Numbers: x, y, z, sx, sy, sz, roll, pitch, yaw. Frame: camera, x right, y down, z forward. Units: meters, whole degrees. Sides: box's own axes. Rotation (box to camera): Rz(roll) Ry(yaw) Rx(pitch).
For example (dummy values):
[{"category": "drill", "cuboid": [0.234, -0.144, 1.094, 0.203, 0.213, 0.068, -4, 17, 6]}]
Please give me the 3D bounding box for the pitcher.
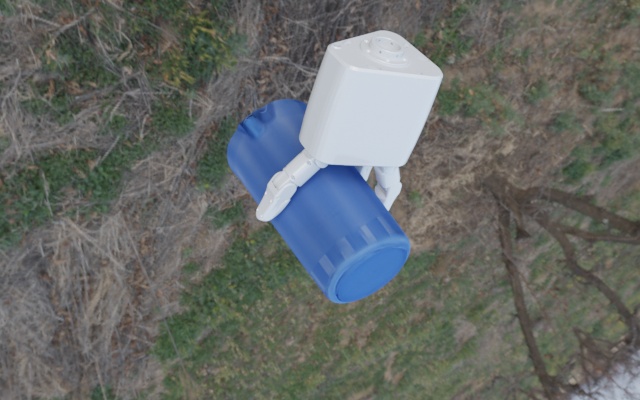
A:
[{"category": "pitcher", "cuboid": [0.000, 0.002, 0.580, 0.149, 0.145, 0.242, -12, 50, -33]}]
